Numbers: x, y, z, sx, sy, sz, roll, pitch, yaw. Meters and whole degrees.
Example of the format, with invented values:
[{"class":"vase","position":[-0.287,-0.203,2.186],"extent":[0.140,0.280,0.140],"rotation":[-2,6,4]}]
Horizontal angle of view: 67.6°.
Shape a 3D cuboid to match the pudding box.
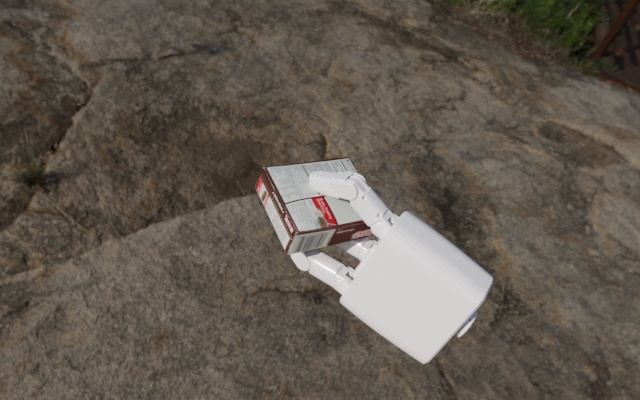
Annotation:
[{"class":"pudding box","position":[0.000,0.002,0.505],"extent":[0.113,0.090,0.039],"rotation":[-8,-36,-32]}]
